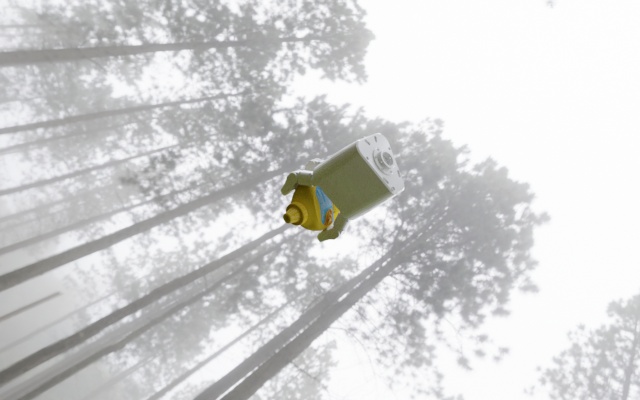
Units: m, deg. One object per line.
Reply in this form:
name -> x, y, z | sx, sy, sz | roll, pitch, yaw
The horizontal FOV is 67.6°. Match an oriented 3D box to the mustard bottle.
mustard bottle -> 0.000, 0.003, 0.869 | 0.058, 0.096, 0.191 | 0, 17, 38
